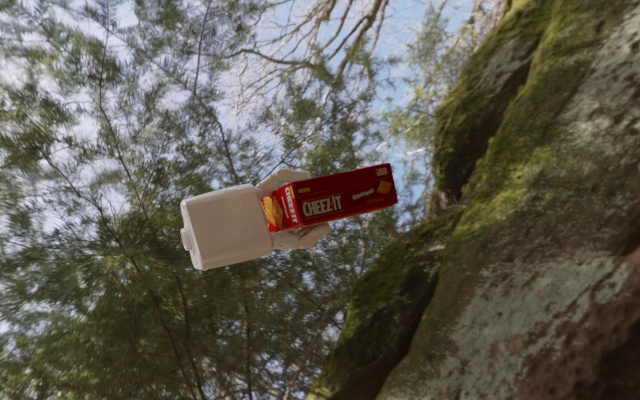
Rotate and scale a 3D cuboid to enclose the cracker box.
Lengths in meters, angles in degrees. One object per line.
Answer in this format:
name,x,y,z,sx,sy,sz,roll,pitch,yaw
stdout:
cracker box,0.000,0.002,0.780,0.164,0.072,0.214,-13,-1,-23
